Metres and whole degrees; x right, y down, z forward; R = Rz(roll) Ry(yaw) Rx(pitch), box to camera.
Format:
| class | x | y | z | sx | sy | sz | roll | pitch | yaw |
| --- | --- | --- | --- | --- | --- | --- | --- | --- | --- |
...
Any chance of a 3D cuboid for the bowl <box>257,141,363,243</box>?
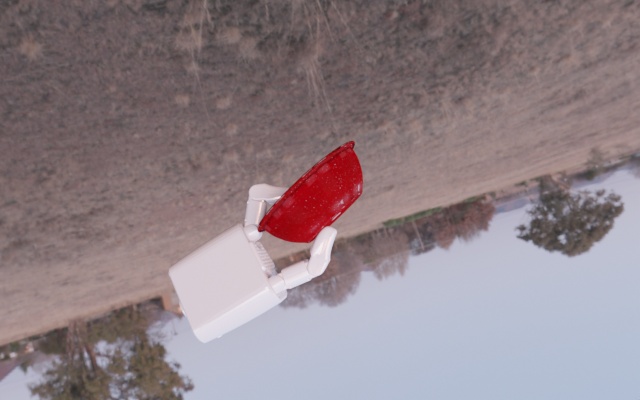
| class | x | y | z | sx | sy | sz | roll | pitch | yaw |
| --- | --- | --- | --- | --- | --- | --- | --- | --- | --- |
| bowl | 0.001 | 0.001 | 0.585 | 0.162 | 0.055 | 0.162 | -43 | -6 | -5 |
